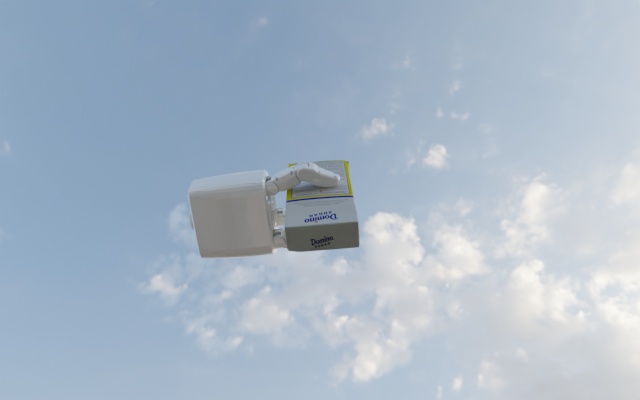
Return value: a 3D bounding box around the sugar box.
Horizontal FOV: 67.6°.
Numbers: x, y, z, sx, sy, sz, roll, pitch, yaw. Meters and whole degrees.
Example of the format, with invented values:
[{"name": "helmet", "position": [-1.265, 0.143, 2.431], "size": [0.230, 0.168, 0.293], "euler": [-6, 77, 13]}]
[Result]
[{"name": "sugar box", "position": [0.000, 0.003, 0.659], "size": [0.093, 0.048, 0.176], "euler": [-4, 33, 1]}]
